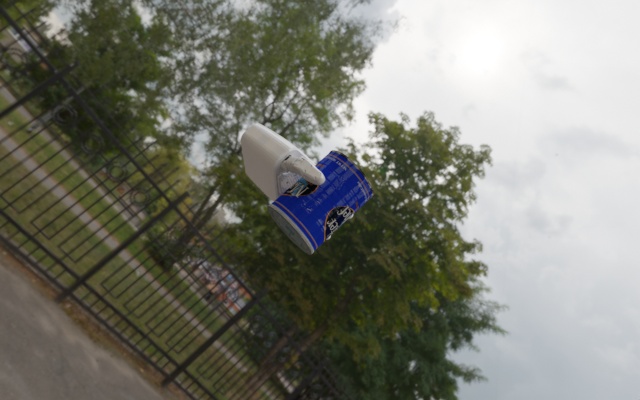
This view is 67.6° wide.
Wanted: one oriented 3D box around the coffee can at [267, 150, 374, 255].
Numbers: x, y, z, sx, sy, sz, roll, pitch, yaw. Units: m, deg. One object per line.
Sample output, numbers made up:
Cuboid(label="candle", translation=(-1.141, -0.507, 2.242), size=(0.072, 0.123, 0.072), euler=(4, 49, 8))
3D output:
Cuboid(label="coffee can", translation=(0.000, 0.003, 0.766), size=(0.140, 0.103, 0.103), euler=(-42, 12, -14))
